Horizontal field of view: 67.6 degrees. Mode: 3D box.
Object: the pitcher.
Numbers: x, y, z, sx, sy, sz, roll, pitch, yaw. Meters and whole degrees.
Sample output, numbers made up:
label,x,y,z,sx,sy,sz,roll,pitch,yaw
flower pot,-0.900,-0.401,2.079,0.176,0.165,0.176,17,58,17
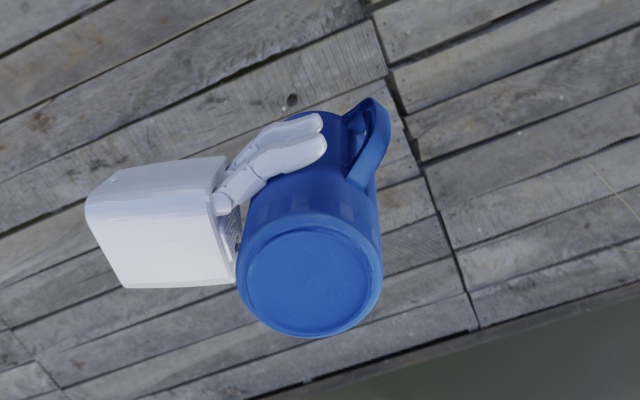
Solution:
label,x,y,z,sx,sy,sz,roll,pitch,yaw
pitcher,0.000,0.002,0.442,0.145,0.149,0.242,-5,24,3
